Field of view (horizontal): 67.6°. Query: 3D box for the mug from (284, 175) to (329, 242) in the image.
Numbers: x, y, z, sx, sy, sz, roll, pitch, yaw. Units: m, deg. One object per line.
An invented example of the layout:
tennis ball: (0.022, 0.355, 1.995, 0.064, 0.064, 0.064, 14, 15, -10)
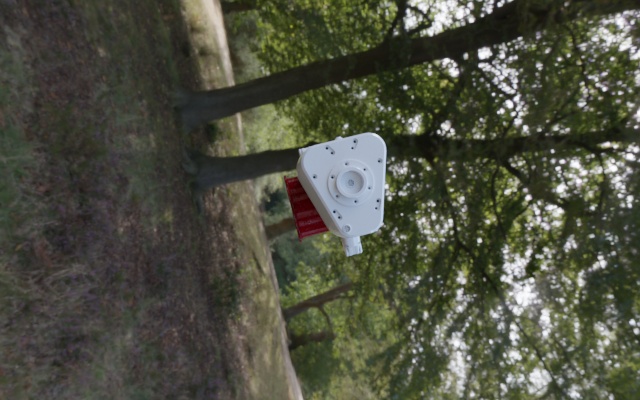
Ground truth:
mug: (0.000, 0.002, 0.657, 0.081, 0.093, 0.117, -14, 0, -3)
